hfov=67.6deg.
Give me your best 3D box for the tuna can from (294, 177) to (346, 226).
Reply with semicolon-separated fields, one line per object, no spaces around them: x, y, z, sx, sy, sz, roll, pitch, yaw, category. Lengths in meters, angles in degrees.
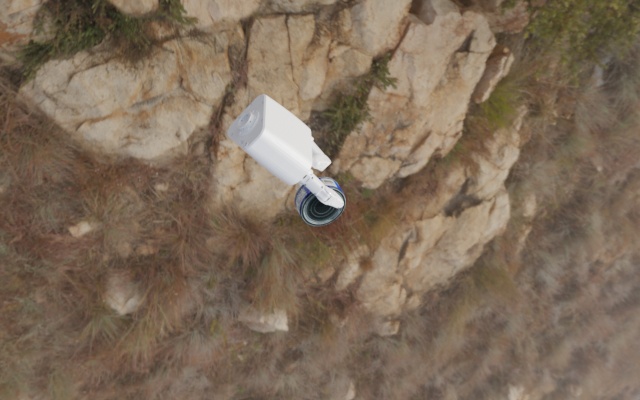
0.000;0.003;0.835;0.086;0.086;0.033;0;35;-24;tuna can
